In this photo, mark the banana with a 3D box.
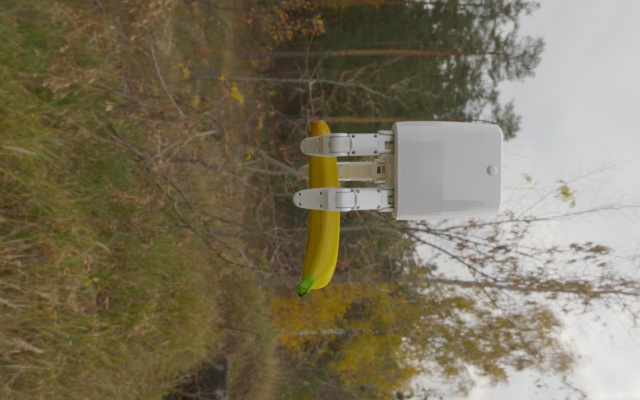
[{"bbox_3d":[0.002,0.011,0.526,0.037,0.197,0.070,1,-21,7],"label":"banana"}]
